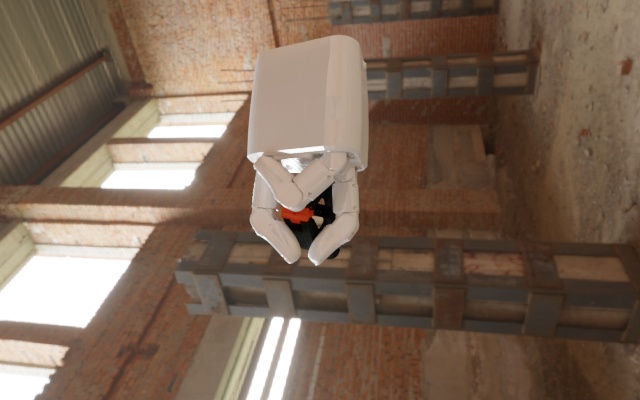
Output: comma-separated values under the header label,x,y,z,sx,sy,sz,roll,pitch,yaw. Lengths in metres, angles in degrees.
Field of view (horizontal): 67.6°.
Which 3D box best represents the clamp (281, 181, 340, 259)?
label,x,y,z,sx,sy,sz,roll,pitch,yaw
clamp,-0.001,0.002,0.520,0.039,0.120,0.171,0,-8,12
